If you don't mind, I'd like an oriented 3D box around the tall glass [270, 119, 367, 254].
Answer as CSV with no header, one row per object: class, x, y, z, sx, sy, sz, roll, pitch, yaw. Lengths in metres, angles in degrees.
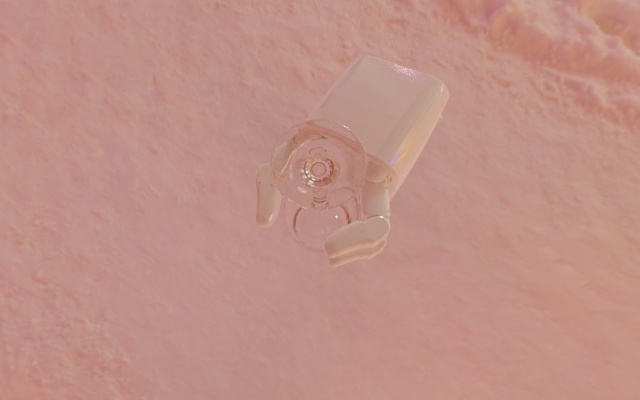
tall glass,0.000,0.001,0.455,0.079,0.079,0.201,0,-18,1
